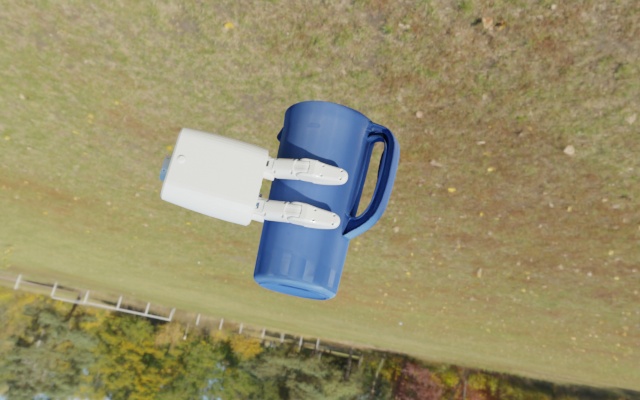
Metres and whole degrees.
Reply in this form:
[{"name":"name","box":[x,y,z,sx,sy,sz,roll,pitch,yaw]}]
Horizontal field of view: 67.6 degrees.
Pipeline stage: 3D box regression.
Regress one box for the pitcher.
[{"name":"pitcher","box":[0.000,0.002,0.628,0.145,0.242,0.149,17,-18,-15]}]
